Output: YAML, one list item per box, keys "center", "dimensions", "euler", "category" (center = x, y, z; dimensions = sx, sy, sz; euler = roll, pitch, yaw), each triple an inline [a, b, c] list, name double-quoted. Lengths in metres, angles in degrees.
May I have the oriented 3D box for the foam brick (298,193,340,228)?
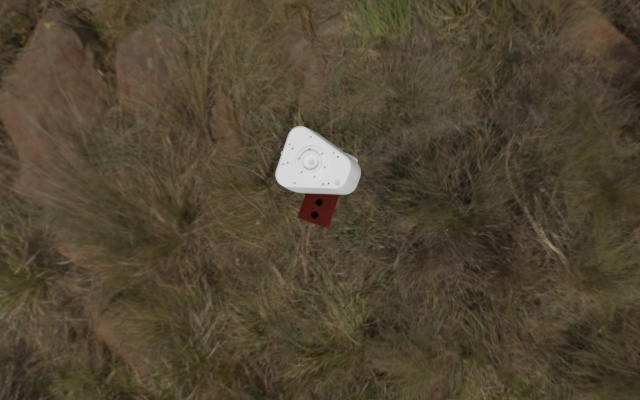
- center: [0.000, 0.003, 0.816]
  dimensions: [0.053, 0.078, 0.051]
  euler: [19, 2, 7]
  category: "foam brick"
